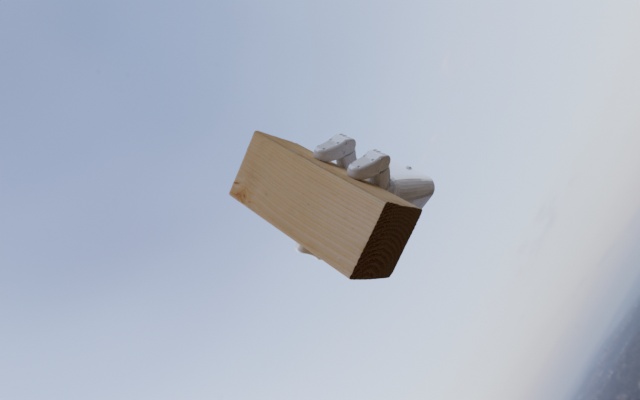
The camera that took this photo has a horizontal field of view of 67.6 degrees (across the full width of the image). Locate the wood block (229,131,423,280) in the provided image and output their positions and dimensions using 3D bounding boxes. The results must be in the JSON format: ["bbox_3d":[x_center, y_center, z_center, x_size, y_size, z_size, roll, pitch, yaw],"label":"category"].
[{"bbox_3d":[0.000,0.002,0.565,0.206,0.091,0.090,31,12,35],"label":"wood block"}]
